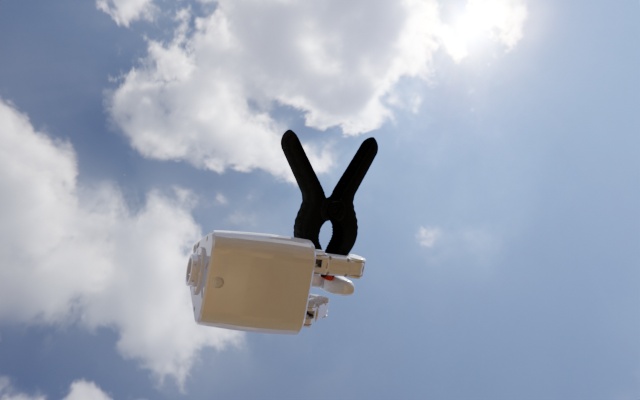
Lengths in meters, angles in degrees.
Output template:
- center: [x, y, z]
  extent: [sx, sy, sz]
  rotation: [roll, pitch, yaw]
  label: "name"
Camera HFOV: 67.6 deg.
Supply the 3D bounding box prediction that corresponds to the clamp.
- center: [0.000, 0.002, 0.535]
  extent: [0.120, 0.171, 0.039]
  rotation: [10, -1, -24]
  label: "clamp"
